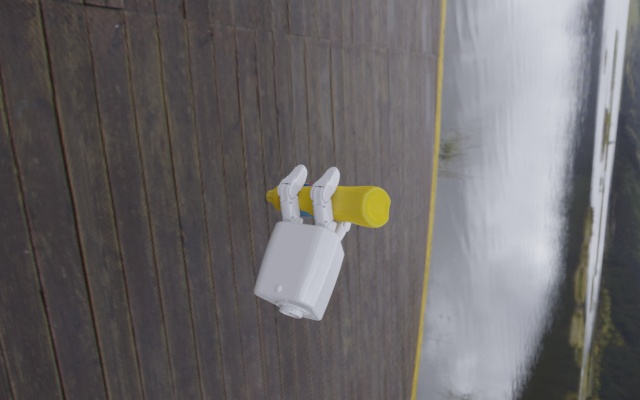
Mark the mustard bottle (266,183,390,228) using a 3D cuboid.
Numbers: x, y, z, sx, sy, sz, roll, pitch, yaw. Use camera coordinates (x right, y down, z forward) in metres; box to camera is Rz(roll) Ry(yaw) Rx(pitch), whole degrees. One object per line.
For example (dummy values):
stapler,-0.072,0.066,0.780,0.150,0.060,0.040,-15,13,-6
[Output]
mustard bottle,0.000,0.002,0.713,0.191,0.058,0.096,5,-1,30
